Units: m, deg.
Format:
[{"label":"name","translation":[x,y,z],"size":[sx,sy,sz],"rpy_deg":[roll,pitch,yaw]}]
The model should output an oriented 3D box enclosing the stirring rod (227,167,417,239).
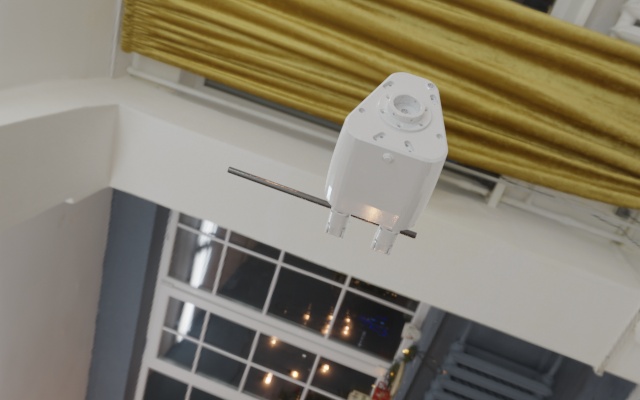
[{"label":"stirring rod","translation":[0.000,0.002,0.576],"size":[0.239,0.011,0.011],"rpy_deg":[20,2,5]}]
